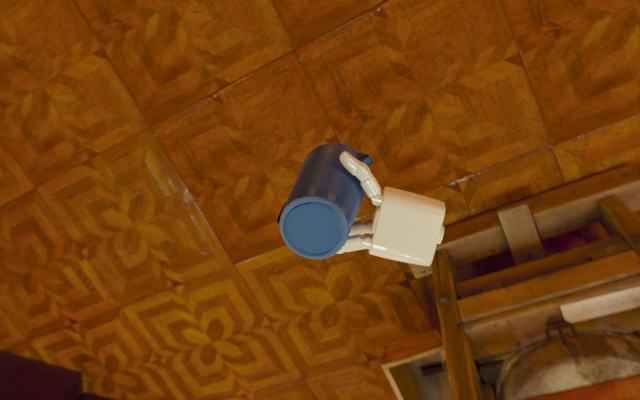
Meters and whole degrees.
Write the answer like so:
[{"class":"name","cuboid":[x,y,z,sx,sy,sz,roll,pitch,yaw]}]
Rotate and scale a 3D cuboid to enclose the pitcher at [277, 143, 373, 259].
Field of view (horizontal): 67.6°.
[{"class":"pitcher","cuboid":[0.000,0.003,0.825,0.145,0.149,0.242,16,25,4]}]
